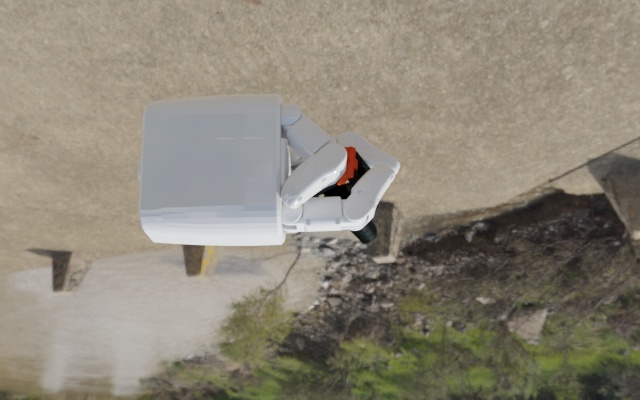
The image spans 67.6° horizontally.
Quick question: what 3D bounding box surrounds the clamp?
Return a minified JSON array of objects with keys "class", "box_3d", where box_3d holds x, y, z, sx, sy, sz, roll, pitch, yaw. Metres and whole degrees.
[{"class":"clamp","box_3d":[0.000,0.002,0.456,0.120,0.039,0.171,-1,-27,0]}]
